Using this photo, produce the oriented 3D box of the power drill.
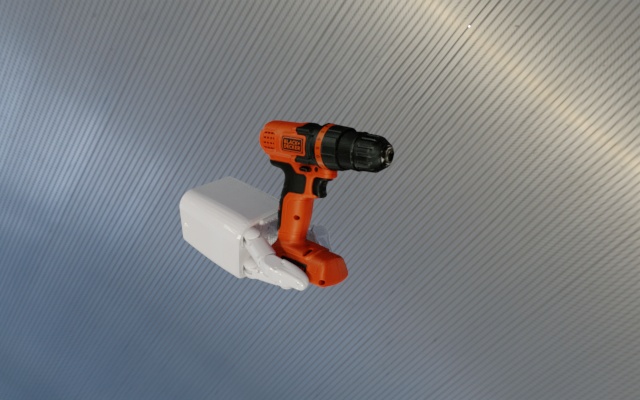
[{"bbox_3d":[0.000,0.002,0.567,0.184,0.188,0.057,15,17,40],"label":"power drill"}]
